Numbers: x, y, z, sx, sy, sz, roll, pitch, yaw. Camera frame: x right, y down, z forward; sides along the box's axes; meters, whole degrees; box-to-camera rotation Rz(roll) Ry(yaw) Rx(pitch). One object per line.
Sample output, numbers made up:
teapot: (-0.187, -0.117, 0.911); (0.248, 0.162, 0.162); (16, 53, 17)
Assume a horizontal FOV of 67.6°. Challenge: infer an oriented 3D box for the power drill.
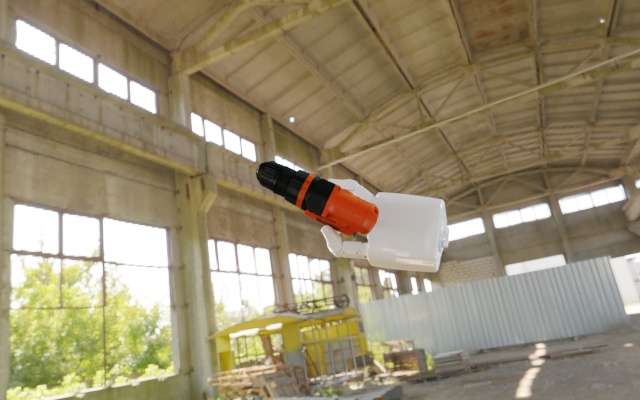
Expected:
power drill: (0.000, 0.003, 0.735); (0.184, 0.057, 0.187); (26, -2, 9)
